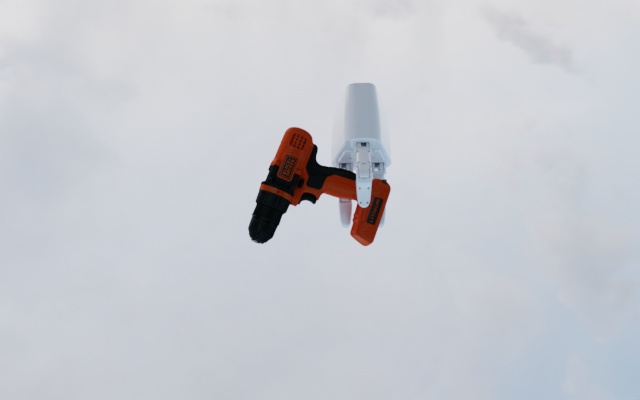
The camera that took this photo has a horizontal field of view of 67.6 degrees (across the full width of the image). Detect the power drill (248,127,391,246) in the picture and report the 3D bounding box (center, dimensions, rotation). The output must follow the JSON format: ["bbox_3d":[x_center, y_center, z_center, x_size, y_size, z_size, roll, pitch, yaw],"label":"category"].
[{"bbox_3d":[0.001,0.002,0.724,0.187,0.184,0.057,23,-8,-12],"label":"power drill"}]
